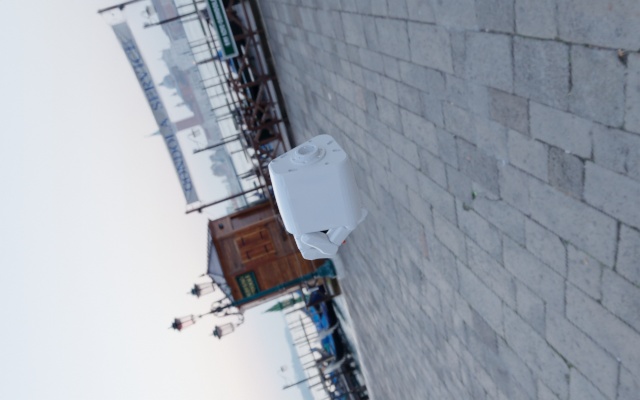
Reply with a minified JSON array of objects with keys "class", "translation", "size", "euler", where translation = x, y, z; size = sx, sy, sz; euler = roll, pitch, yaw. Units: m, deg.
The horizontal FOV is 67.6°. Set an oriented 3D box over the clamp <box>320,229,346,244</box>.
[{"class":"clamp","translation":[0.000,0.003,0.798],"size":[0.039,0.120,0.171],"euler":[-21,37,-8]}]
